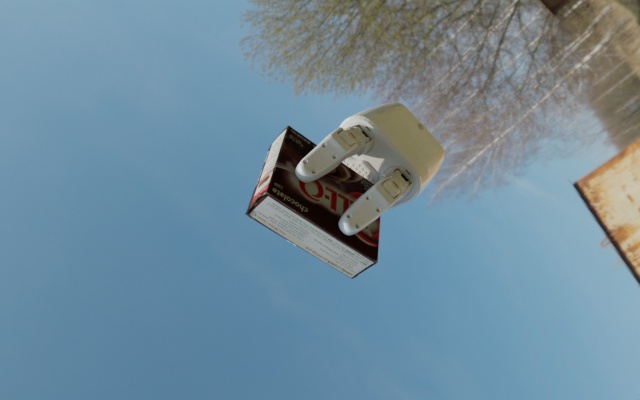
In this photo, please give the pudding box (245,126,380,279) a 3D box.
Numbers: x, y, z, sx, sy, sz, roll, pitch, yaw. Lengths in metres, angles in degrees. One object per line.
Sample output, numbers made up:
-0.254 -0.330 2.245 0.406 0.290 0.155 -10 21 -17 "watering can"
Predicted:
0.000 0.001 0.409 0.113 0.090 0.039 31 -51 -18 "pudding box"
